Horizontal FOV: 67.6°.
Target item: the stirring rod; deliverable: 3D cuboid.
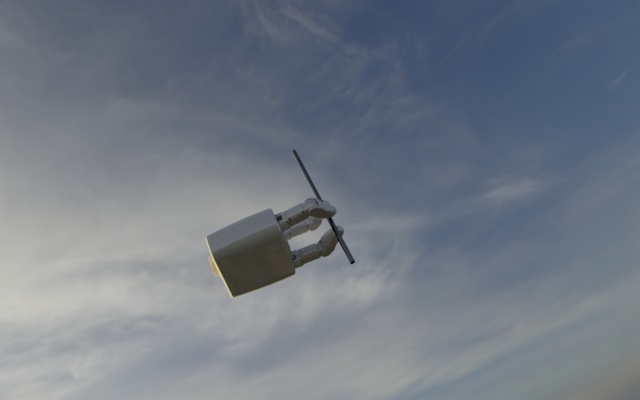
[{"bbox_3d":[0.000,0.003,0.758,0.011,0.239,0.011,-18,-36,-14],"label":"stirring rod"}]
